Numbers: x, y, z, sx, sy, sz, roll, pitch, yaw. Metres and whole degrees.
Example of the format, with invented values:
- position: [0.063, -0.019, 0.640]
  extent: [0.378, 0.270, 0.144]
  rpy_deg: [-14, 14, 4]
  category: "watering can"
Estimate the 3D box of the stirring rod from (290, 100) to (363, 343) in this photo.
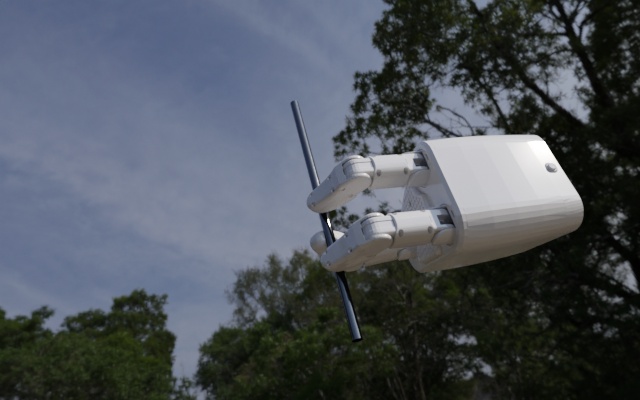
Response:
- position: [0.000, 0.001, 0.400]
  extent: [0.011, 0.239, 0.011]
  rpy_deg: [-10, -34, -7]
  category: "stirring rod"
